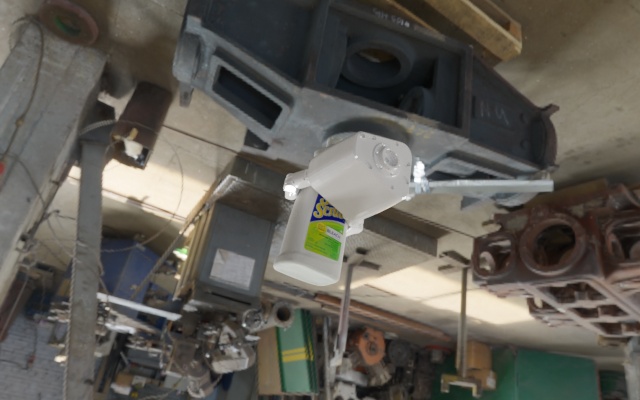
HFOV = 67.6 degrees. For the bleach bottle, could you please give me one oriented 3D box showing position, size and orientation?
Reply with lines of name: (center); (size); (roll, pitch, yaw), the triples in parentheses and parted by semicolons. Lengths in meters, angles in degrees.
bleach bottle: (0.000, 0.003, 0.768); (0.102, 0.250, 0.068); (26, -31, -28)
